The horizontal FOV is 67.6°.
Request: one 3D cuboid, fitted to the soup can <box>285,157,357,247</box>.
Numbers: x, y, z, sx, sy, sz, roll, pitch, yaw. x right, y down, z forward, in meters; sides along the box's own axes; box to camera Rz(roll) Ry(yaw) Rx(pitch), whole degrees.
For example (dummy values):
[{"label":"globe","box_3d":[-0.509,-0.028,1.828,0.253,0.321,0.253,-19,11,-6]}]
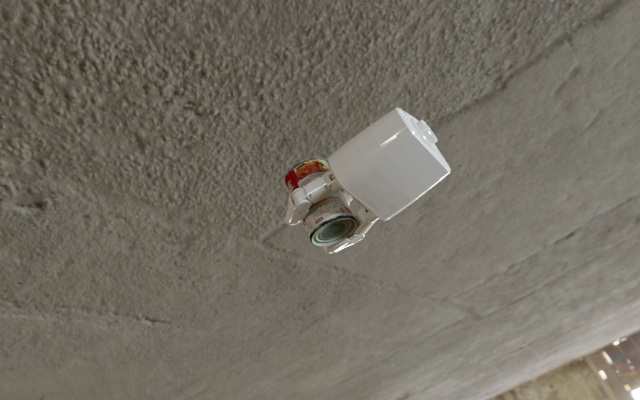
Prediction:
[{"label":"soup can","box_3d":[0.000,0.003,0.642,0.068,0.102,0.068,-18,-31,-11]}]
